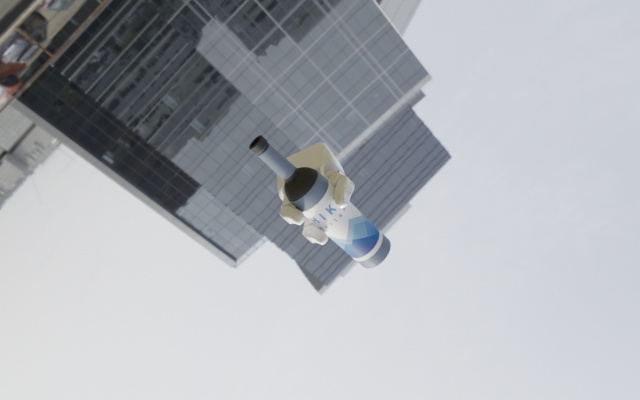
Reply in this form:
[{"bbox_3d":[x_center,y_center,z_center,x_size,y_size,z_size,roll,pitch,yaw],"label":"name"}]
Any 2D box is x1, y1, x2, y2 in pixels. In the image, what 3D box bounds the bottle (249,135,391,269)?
[{"bbox_3d":[0.000,0.003,0.771,0.296,0.069,0.069,43,-23,-27],"label":"bottle"}]
